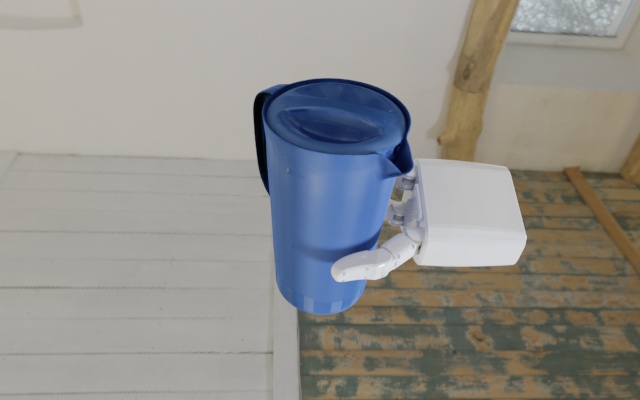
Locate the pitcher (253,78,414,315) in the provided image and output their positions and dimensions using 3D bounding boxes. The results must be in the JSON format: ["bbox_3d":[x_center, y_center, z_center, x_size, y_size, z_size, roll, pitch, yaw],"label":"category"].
[{"bbox_3d":[0.000,0.002,0.505,0.145,0.243,0.149,1,41,-5],"label":"pitcher"}]
